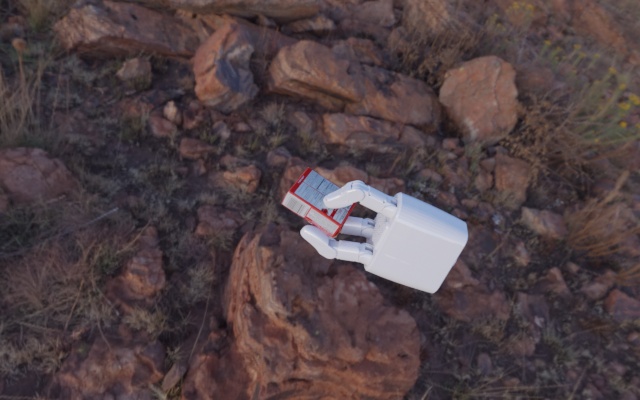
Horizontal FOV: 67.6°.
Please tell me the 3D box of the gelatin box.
[{"bbox_3d":[0.000,0.002,0.673,0.089,0.030,0.073,34,38,1],"label":"gelatin box"}]
